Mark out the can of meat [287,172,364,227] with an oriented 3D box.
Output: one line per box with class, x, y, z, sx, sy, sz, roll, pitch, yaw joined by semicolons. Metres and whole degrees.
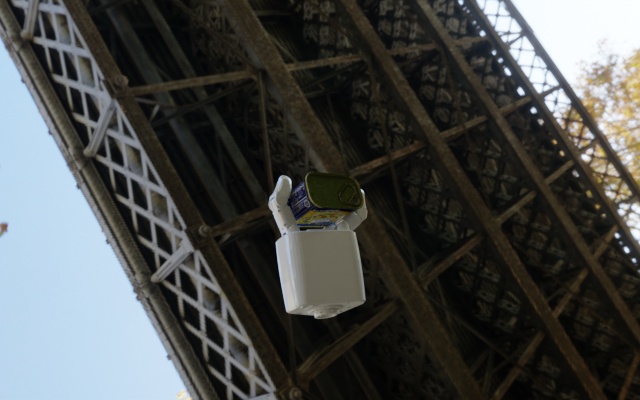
can of meat;0.000;0.002;0.733;0.102;0.057;0.084;3;-26;-36
